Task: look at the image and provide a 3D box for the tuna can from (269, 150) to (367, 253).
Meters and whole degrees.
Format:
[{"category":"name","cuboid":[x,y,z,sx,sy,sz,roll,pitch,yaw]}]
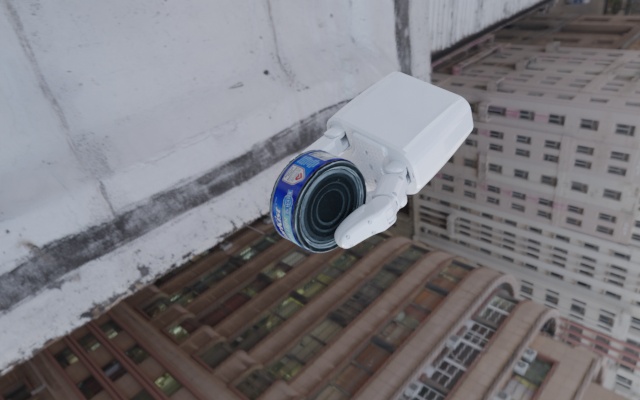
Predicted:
[{"category":"tuna can","cuboid":[0.000,0.002,0.414,0.086,0.086,0.033,0,18,-44]}]
